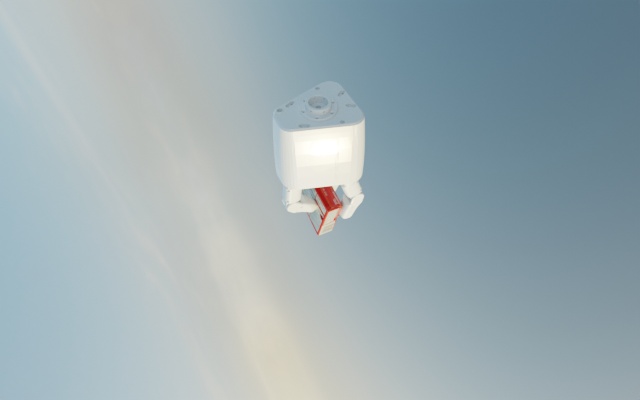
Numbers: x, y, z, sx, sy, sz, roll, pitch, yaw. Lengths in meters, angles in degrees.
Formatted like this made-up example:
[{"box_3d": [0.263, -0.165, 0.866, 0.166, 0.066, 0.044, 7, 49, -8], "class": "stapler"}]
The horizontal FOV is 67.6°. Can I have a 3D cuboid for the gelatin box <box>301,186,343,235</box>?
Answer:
[{"box_3d": [0.000, 0.003, 0.748, 0.030, 0.073, 0.089, -19, -23, -20], "class": "gelatin box"}]
